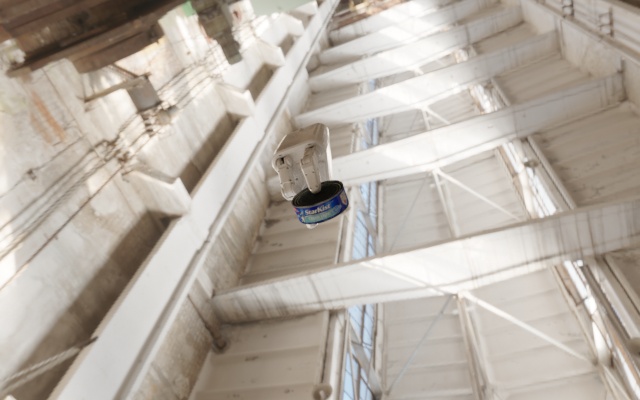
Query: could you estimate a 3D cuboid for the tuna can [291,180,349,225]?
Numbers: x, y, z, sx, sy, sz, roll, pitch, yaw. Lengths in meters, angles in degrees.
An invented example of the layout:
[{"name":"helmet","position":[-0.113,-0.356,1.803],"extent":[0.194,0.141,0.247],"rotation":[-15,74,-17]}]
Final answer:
[{"name":"tuna can","position":[0.000,0.003,0.744],"extent":[0.086,0.034,0.086],"rotation":[-18,21,7]}]
